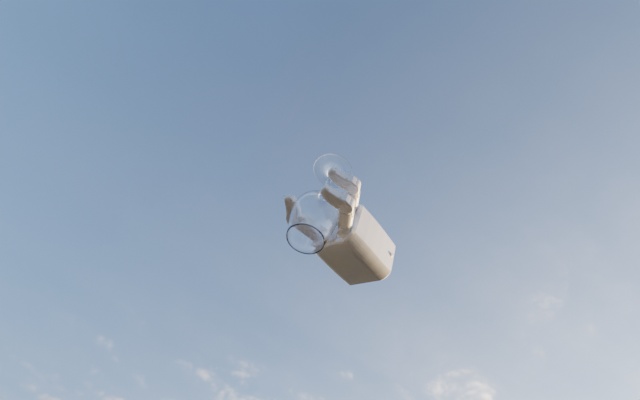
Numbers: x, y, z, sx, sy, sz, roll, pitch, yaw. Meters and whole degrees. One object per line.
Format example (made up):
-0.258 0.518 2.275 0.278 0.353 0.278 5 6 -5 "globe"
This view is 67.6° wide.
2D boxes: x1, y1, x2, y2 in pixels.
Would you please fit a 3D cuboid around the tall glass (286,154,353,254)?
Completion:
0.000 0.002 0.807 0.079 0.079 0.201 0 35 17 "tall glass"
